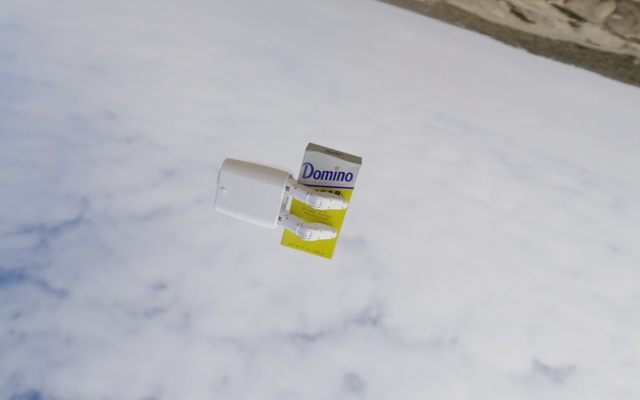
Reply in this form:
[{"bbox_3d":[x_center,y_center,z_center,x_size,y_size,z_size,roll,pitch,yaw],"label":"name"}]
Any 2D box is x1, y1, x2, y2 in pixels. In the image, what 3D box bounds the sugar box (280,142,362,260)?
[{"bbox_3d":[0.000,0.003,0.782,0.093,0.176,0.048,16,24,0],"label":"sugar box"}]
